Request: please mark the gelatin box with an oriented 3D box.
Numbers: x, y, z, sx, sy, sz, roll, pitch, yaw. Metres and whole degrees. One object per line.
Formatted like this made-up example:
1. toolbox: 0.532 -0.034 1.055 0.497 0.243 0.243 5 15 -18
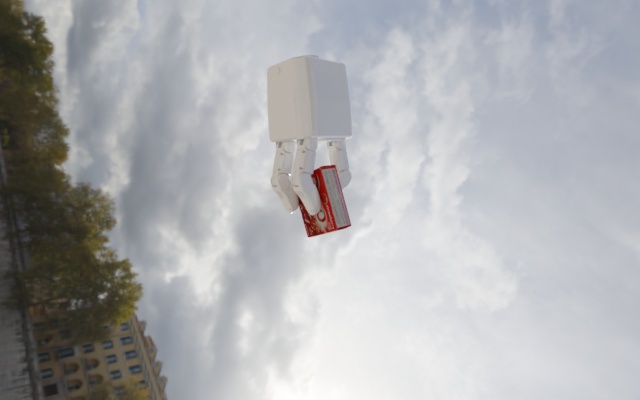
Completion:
1. gelatin box: 0.001 0.002 0.664 0.030 0.089 0.073 -13 -4 -36
